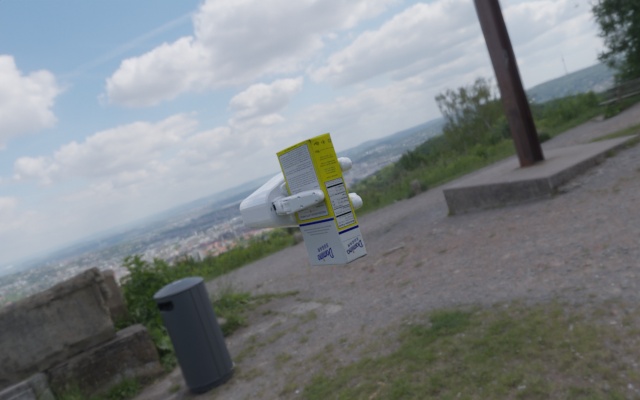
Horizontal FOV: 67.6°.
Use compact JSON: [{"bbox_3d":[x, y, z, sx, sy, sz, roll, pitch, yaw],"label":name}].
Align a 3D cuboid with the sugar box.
[{"bbox_3d":[0.000,0.002,0.675,0.048,0.176,0.093,-22,5,-33],"label":"sugar box"}]
